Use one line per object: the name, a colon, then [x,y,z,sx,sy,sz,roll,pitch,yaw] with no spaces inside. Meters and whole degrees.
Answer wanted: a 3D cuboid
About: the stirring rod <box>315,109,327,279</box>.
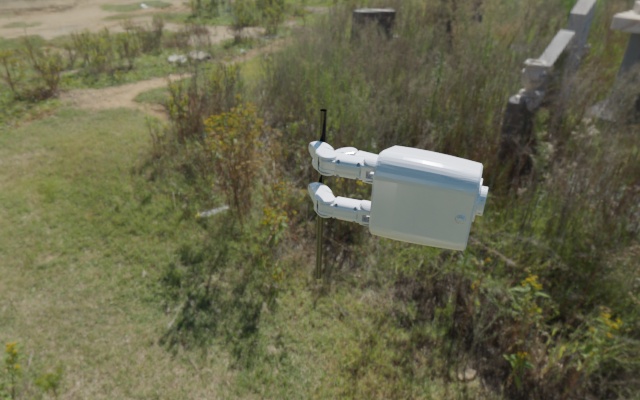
stirring rod: [0.000,0.002,0.602,0.011,0.240,0.011,1,30,-1]
